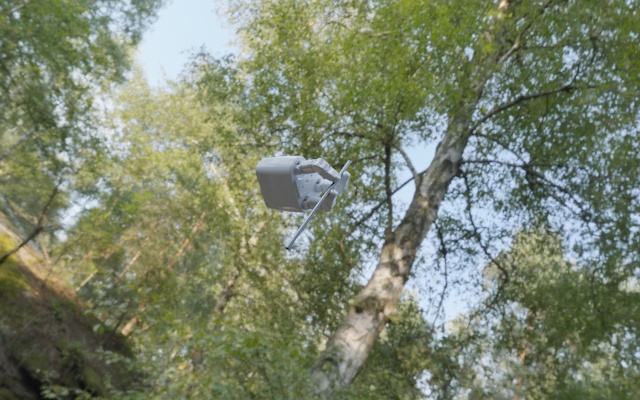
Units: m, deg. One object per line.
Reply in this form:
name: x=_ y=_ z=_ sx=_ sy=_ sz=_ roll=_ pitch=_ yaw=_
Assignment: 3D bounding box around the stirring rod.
stirring rod: x=0.000 y=0.003 z=0.899 sx=0.011 sy=0.011 sz=0.239 roll=0 pitch=42 yaw=41
